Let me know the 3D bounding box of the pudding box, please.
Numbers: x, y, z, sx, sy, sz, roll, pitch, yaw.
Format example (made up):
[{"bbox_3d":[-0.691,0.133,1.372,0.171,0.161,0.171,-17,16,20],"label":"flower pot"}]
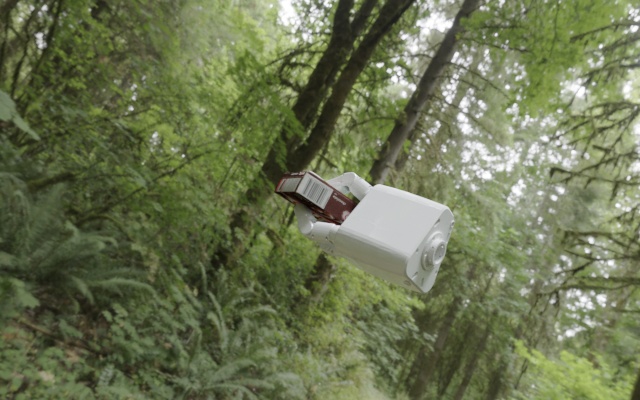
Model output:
[{"bbox_3d":[0.000,0.002,0.684,0.113,0.039,0.090,35,-14,-21],"label":"pudding box"}]
